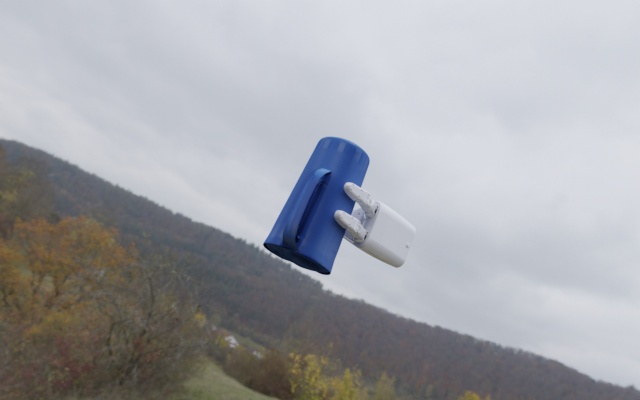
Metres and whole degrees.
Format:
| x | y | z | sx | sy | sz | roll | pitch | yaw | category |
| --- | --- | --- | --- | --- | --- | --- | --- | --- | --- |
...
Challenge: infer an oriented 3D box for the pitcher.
| x | y | z | sx | sy | sz | roll | pitch | yaw | category |
| --- | --- | --- | --- | --- | --- | --- | --- | --- | --- |
| 0.000 | 0.003 | 0.880 | 0.145 | 0.242 | 0.149 | 32 | -18 | -26 | pitcher |
